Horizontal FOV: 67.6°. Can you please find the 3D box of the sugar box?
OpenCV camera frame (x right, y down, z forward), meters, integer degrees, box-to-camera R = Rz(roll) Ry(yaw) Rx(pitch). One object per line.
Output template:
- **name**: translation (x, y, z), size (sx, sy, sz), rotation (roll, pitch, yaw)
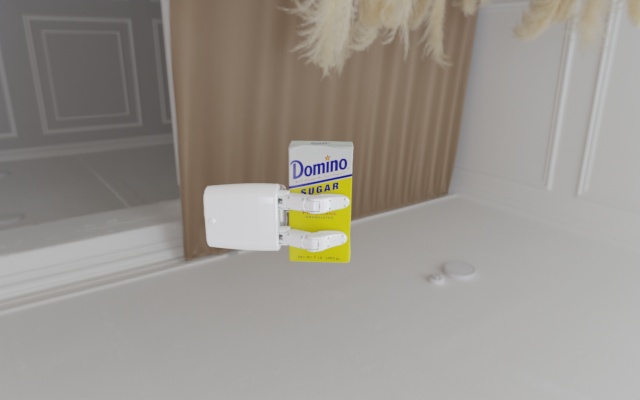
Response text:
- **sugar box**: translation (0.000, 0.003, 0.703), size (0.093, 0.176, 0.048), rotation (1, 18, 2)
